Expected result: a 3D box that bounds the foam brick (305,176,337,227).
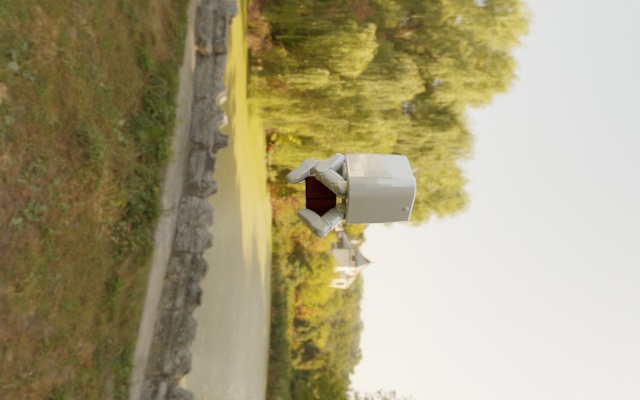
[{"bbox_3d":[0.000,0.003,0.808,0.051,0.053,0.078,-1,-39,-2],"label":"foam brick"}]
